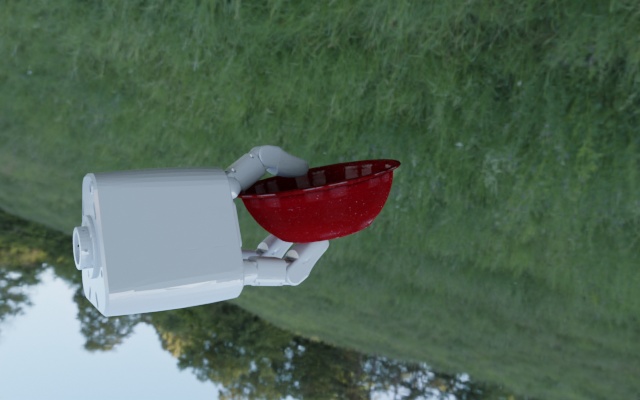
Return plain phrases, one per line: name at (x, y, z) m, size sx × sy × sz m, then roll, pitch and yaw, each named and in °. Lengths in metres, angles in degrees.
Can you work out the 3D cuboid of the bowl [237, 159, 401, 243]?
bowl at (0.001, 0.002, 0.460) m, size 0.162 × 0.055 × 0.162 m, roll -11°, pitch 10°, yaw 2°
